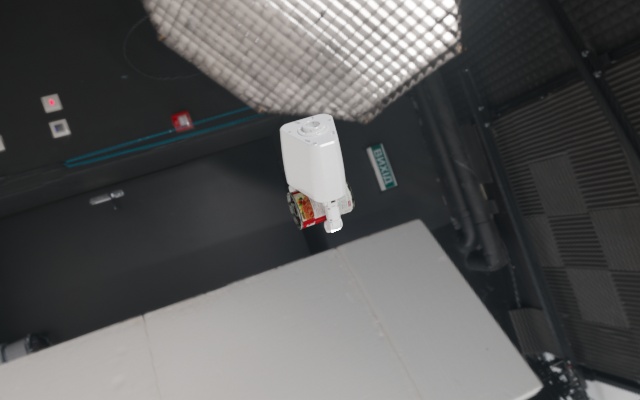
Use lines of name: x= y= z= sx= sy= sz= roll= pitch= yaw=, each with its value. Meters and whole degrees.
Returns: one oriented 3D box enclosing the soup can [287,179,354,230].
soup can: x=0.001 y=0.003 z=0.843 sx=0.102 sy=0.068 sz=0.068 roll=-19 pitch=5 yaw=-14
